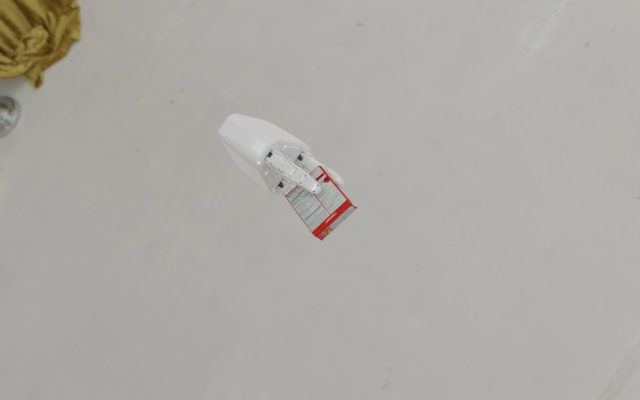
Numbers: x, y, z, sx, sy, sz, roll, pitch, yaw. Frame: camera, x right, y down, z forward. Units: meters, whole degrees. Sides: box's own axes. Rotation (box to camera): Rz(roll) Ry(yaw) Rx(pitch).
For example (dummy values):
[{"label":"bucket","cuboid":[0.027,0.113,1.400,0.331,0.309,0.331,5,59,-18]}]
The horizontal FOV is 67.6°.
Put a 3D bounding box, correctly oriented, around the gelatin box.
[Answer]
[{"label":"gelatin box","cuboid":[0.000,0.002,0.707,0.089,0.073,0.030,52,9,32]}]
